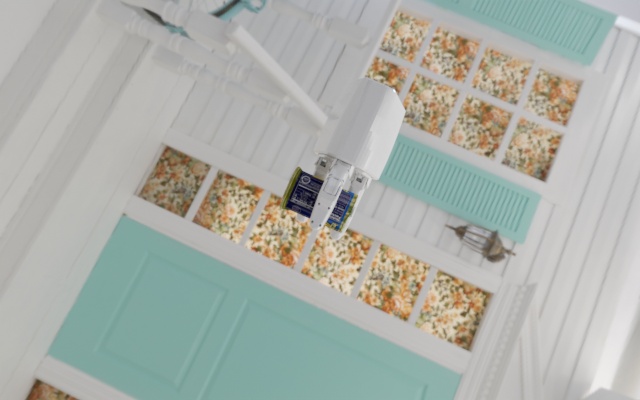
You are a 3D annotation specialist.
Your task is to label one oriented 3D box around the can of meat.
[{"bbox_3d":[0.000,0.002,0.622,0.084,0.057,0.102,24,-2,3],"label":"can of meat"}]
